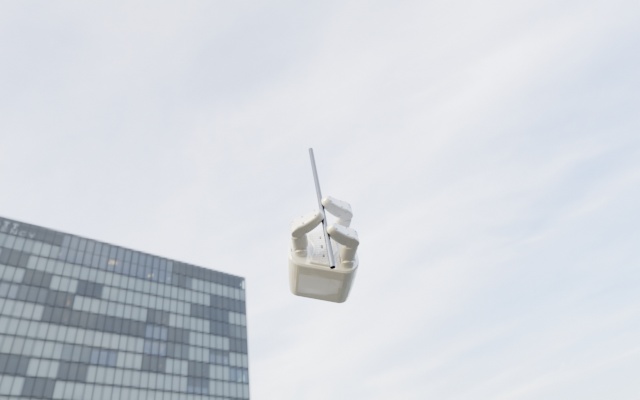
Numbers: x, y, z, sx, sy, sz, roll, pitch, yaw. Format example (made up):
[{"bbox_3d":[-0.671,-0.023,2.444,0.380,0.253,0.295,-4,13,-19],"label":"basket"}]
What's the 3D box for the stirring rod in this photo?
[{"bbox_3d":[0.000,0.003,0.732,0.011,0.239,0.011,-6,-41,-5],"label":"stirring rod"}]
